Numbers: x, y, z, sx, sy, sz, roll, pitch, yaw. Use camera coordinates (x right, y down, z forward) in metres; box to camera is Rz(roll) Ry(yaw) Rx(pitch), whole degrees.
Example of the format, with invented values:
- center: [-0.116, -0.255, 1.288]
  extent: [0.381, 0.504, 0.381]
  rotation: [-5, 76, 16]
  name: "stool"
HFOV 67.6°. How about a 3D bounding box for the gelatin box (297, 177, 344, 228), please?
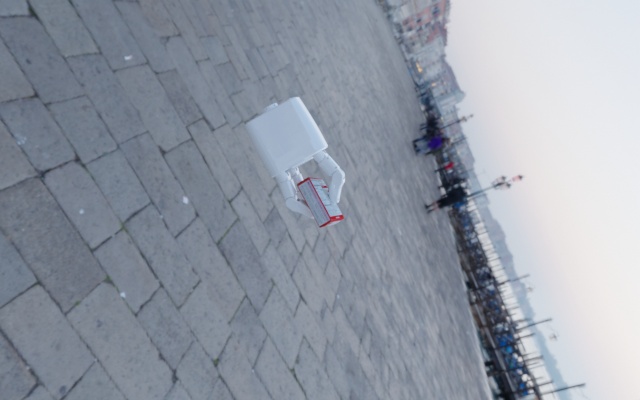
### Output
- center: [0.001, 0.003, 0.856]
  extent: [0.030, 0.089, 0.073]
  rotation: [-32, -9, 17]
  name: "gelatin box"
